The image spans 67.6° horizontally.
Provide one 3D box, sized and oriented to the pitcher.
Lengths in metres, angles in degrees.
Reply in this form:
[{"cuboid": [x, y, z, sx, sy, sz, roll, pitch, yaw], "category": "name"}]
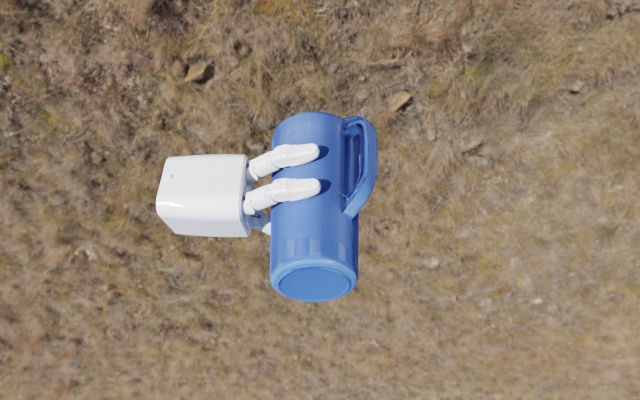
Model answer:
[{"cuboid": [0.000, 0.002, 0.642, 0.145, 0.242, 0.149, 1, -37, -2], "category": "pitcher"}]
